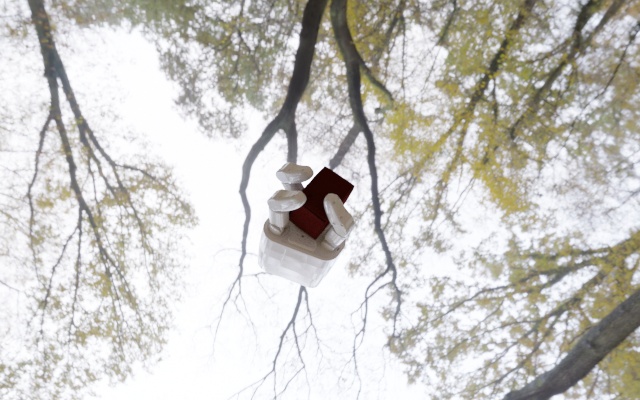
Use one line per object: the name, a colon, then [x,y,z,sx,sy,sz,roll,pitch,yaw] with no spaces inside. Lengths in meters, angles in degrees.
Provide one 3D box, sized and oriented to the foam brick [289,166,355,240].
foam brick: [0.000,0.002,0.653,0.053,0.078,0.051,36,-35,8]
